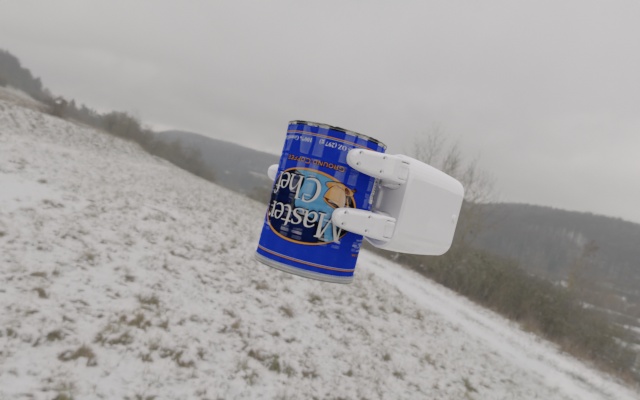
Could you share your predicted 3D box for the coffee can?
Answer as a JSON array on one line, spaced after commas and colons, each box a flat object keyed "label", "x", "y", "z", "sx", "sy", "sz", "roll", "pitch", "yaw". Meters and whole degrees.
[{"label": "coffee can", "x": 0.000, "y": 0.002, "z": 0.481, "sx": 0.103, "sy": 0.140, "sz": 0.103, "roll": 14, "pitch": 0, "yaw": 0}]
